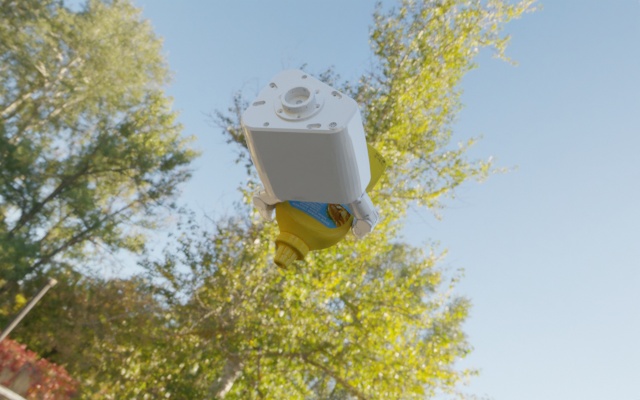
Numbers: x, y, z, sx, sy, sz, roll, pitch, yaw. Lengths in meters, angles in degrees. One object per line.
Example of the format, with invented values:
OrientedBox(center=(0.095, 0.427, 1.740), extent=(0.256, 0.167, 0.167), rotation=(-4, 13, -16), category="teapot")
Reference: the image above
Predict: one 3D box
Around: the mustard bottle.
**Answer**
OrientedBox(center=(0.000, 0.002, 0.588), extent=(0.096, 0.191, 0.058), rotation=(31, -28, 3), category="mustard bottle")
